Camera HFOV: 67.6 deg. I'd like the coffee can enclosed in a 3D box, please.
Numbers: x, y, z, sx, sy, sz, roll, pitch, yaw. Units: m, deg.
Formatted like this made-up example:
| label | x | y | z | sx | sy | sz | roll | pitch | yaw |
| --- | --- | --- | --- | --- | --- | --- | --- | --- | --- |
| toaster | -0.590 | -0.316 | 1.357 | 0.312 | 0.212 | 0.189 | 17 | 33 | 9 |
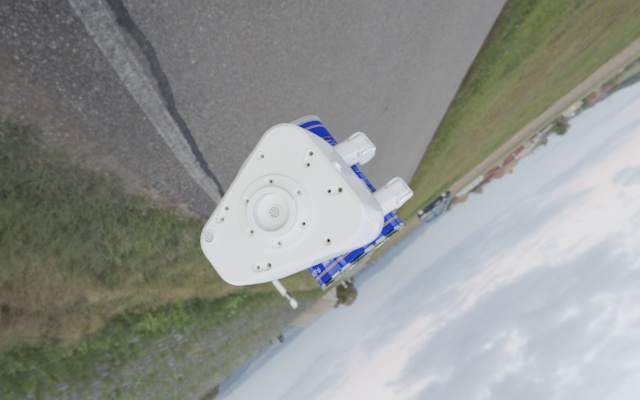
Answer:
| label | x | y | z | sx | sy | sz | roll | pitch | yaw |
| --- | --- | --- | --- | --- | --- | --- | --- | --- | --- |
| coffee can | 0.000 | 0.001 | 0.474 | 0.103 | 0.140 | 0.103 | -37 | -10 | -7 |
